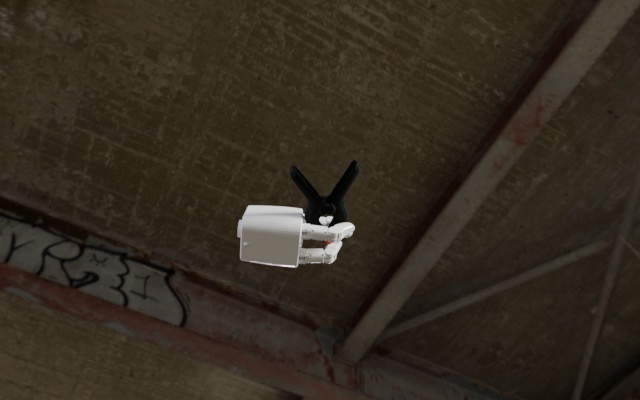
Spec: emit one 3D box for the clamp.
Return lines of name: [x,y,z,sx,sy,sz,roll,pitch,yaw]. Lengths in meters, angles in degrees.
clamp: [0.000,0.003,0.851,0.120,0.172,0.039,5,30,-4]
